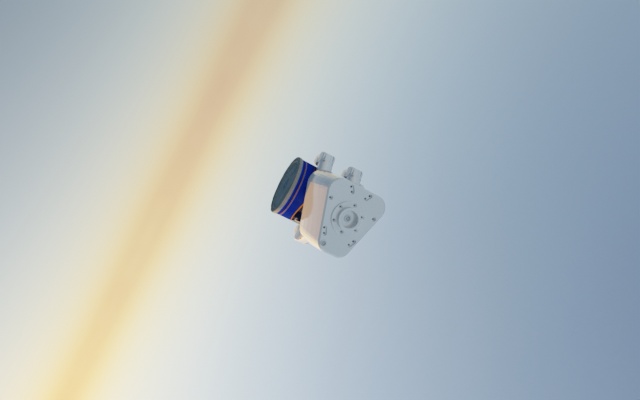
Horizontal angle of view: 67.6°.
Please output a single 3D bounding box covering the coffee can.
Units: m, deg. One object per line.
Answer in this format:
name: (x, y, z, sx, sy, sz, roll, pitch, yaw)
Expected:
coffee can: (0.000, 0.003, 0.815, 0.140, 0.103, 0.103, 27, -8, -16)
